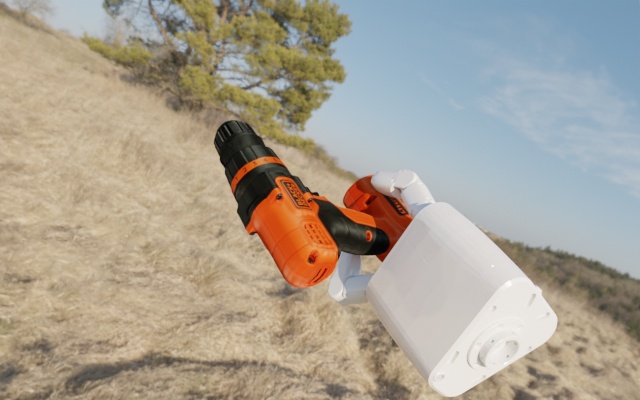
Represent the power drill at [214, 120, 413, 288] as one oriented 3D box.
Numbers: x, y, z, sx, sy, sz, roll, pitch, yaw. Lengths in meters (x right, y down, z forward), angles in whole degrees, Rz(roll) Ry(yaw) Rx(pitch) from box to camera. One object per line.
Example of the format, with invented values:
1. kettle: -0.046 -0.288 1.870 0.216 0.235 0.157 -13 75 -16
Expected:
1. power drill: 0.001 0.002 0.457 0.187 0.184 0.057 7 -49 -45
